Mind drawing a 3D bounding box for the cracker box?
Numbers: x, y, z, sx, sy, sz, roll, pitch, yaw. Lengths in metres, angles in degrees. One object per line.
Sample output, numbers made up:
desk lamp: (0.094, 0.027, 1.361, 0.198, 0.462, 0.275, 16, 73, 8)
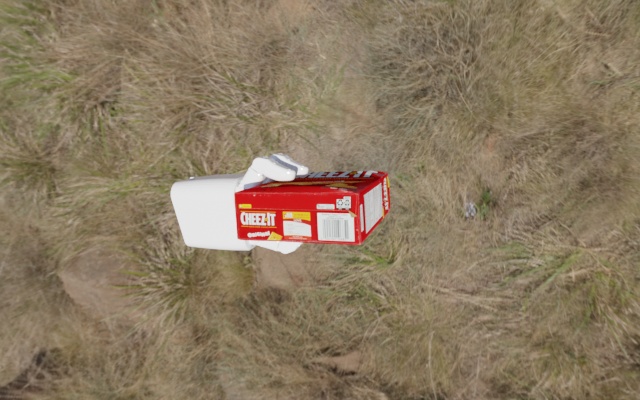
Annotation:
cracker box: (0.000, 0.002, 0.676, 0.164, 0.072, 0.213, 1, 10, 17)
